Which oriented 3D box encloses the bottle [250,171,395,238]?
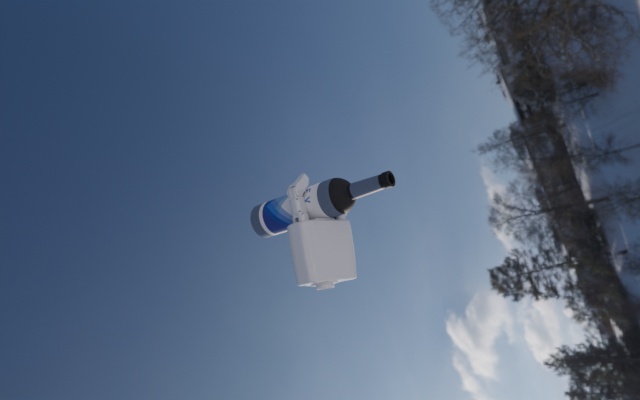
[{"bbox_3d":[0.000,0.003,0.855,0.296,0.069,0.069,-19,-11,35],"label":"bottle"}]
